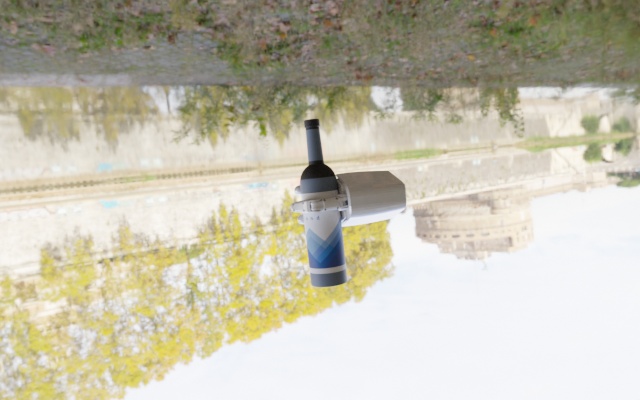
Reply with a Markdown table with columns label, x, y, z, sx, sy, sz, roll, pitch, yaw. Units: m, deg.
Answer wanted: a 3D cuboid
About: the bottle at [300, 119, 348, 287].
| label | x | y | z | sx | sy | sz | roll | pitch | yaw |
| --- | --- | --- | --- | --- | --- | --- | --- | --- | --- |
| bottle | 0.000 | 0.003 | 0.856 | 0.069 | 0.296 | 0.069 | -6 | 3 | 0 |
